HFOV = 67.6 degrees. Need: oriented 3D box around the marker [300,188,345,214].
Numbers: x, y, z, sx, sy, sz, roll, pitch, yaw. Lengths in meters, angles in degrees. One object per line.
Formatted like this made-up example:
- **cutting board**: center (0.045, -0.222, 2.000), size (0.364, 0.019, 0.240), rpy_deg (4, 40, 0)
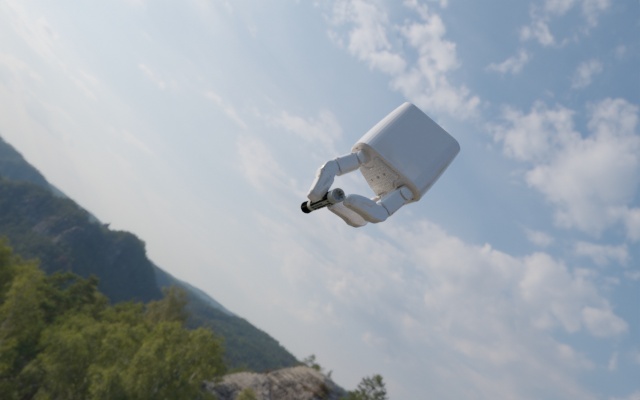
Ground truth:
- **marker**: center (0.000, 0.002, 0.654), size (0.020, 0.020, 0.121), rpy_deg (0, -9, -22)
